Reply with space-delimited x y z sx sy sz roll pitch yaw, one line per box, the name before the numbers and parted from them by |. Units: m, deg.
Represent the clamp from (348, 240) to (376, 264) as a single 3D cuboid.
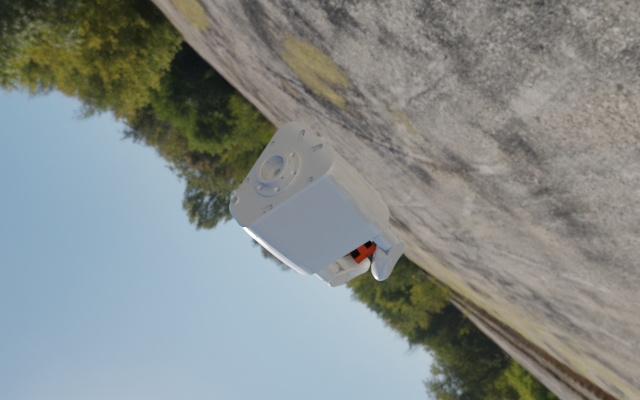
clamp | 0.000 0.002 0.560 0.171 0.039 0.120 44 -1 44
